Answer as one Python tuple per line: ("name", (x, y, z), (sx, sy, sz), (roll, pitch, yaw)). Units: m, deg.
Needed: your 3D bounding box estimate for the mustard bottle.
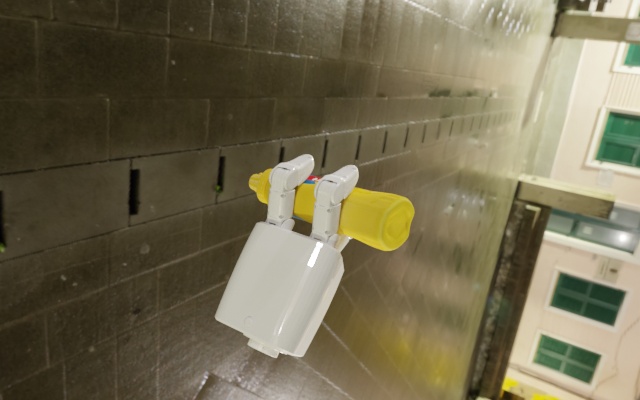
("mustard bottle", (0.000, 0.001, 0.530), (0.191, 0.058, 0.096), (16, 8, 28))
